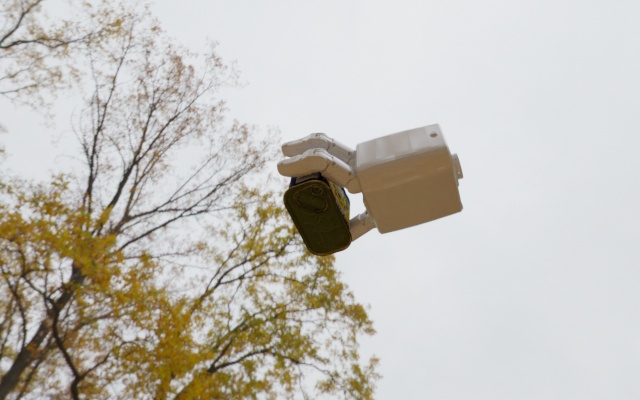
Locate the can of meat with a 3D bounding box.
[{"bbox_3d":[0.000,0.002,0.588,0.057,0.102,0.084,-18,28,15],"label":"can of meat"}]
